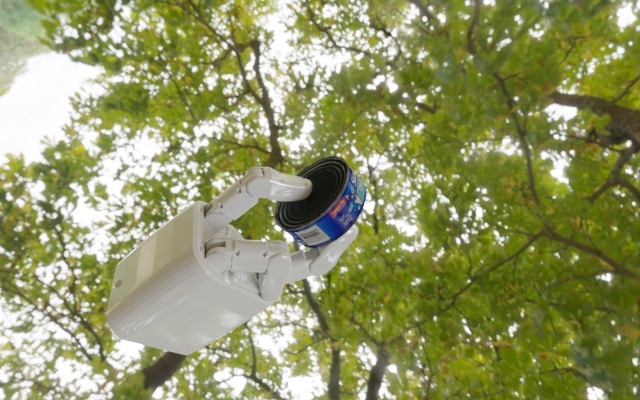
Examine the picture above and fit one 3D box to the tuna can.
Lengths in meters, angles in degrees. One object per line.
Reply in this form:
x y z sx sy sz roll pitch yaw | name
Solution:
0.000 0.002 0.448 0.086 0.086 0.034 0 -38 50 | tuna can
